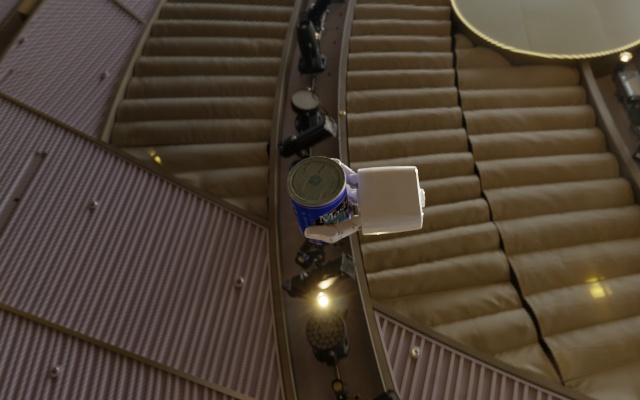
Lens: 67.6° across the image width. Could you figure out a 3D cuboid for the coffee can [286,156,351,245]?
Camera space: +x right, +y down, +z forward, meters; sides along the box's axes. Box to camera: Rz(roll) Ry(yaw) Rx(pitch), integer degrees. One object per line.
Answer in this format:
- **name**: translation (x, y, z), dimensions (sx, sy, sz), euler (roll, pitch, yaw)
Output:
- **coffee can**: translation (0.000, 0.003, 0.870), dimensions (0.103, 0.102, 0.140), euler (0, -33, 8)
